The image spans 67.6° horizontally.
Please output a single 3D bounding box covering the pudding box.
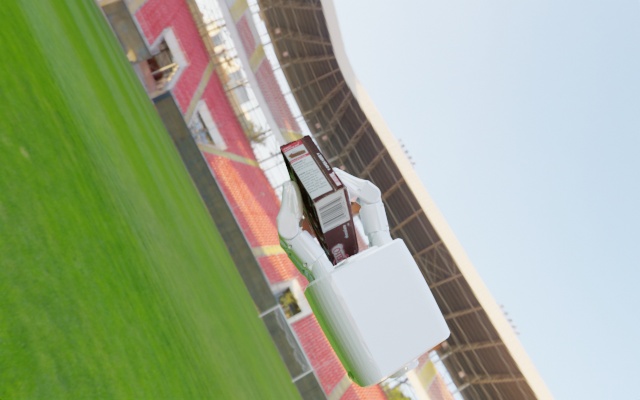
[{"bbox_3d":[0.000,0.002,0.500,0.039,0.090,0.114,-25,-40,-10],"label":"pudding box"}]
